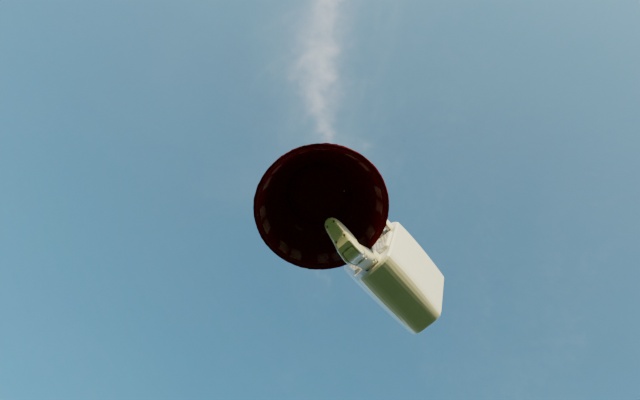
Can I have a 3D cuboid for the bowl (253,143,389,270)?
[{"bbox_3d":[-0.001,0.001,0.588,0.162,0.162,0.055,0,22,-3],"label":"bowl"}]
